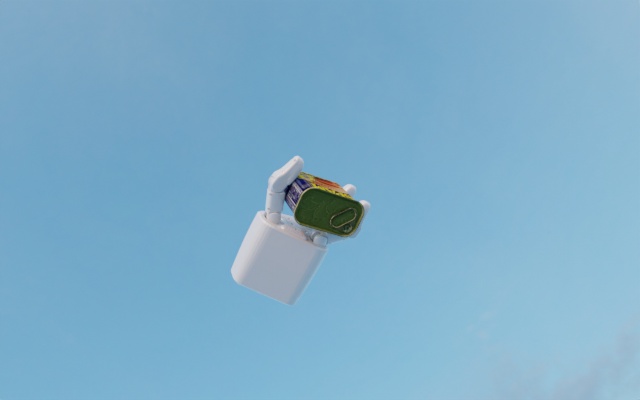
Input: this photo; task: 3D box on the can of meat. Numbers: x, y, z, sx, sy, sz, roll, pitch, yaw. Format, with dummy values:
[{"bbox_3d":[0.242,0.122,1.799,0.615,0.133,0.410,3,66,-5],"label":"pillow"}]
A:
[{"bbox_3d":[0.000,0.002,0.692,0.102,0.057,0.084,17,15,-26],"label":"can of meat"}]
